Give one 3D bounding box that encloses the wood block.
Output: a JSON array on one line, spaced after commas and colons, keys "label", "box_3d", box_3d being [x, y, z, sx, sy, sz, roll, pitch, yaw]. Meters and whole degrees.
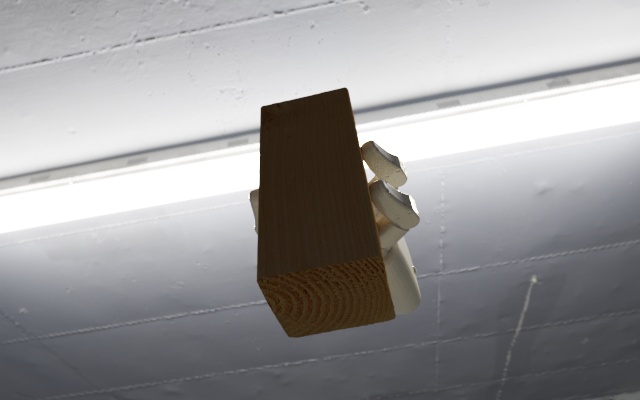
[{"label": "wood block", "box_3d": [0.000, 0.002, 0.424, 0.091, 0.206, 0.090, -12, -45, 6]}]
